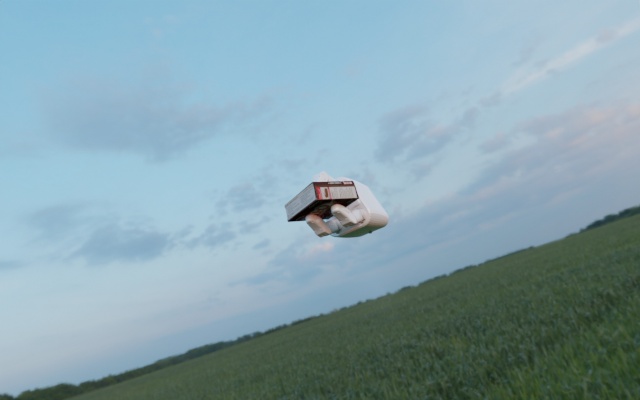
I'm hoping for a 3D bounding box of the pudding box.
[{"bbox_3d":[0.000,0.003,0.854,0.090,0.039,0.113,-4,-22,-33],"label":"pudding box"}]
